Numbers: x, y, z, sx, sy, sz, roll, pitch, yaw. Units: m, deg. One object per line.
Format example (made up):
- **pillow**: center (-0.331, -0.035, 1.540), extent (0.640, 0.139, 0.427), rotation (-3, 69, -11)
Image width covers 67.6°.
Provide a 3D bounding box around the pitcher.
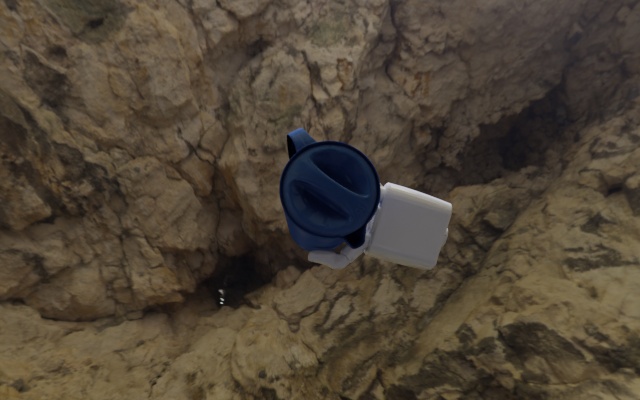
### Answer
- **pitcher**: center (0.000, 0.003, 0.733), extent (0.145, 0.149, 0.243), rotation (16, -15, -1)
